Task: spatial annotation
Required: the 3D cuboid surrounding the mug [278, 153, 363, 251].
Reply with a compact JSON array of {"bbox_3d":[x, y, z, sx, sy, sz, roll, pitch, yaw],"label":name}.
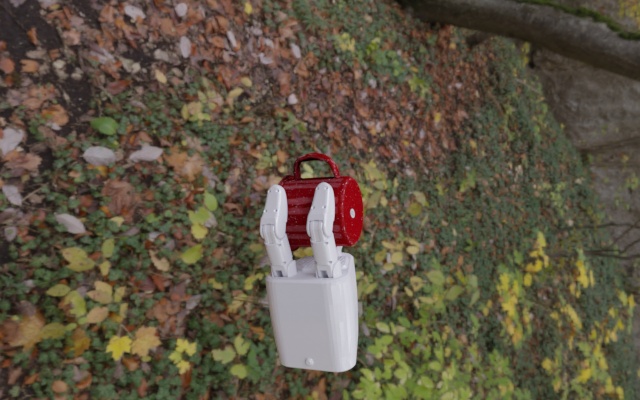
[{"bbox_3d":[0.000,0.000,0.561,0.081,0.117,0.093,-2,12,22],"label":"mug"}]
